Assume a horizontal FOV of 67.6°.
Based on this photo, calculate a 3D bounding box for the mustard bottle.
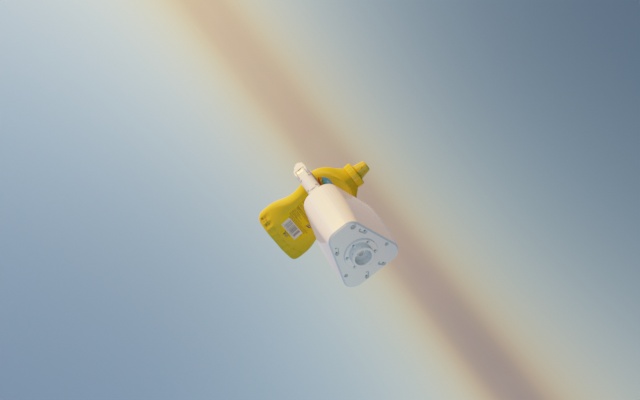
[{"bbox_3d":[0.000,0.003,0.777,0.191,0.096,0.058,-39,10,4],"label":"mustard bottle"}]
